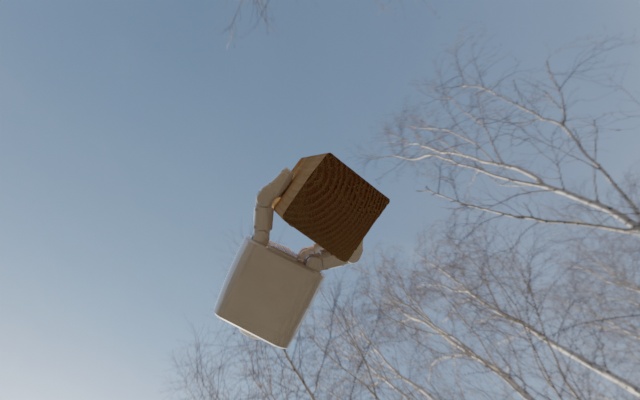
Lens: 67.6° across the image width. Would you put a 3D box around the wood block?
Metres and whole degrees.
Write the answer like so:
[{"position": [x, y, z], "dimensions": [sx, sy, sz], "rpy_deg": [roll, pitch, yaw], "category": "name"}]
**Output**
[{"position": [0.000, 0.002, 0.617], "dimensions": [0.091, 0.090, 0.206], "rpy_deg": [36, -3, -11], "category": "wood block"}]
